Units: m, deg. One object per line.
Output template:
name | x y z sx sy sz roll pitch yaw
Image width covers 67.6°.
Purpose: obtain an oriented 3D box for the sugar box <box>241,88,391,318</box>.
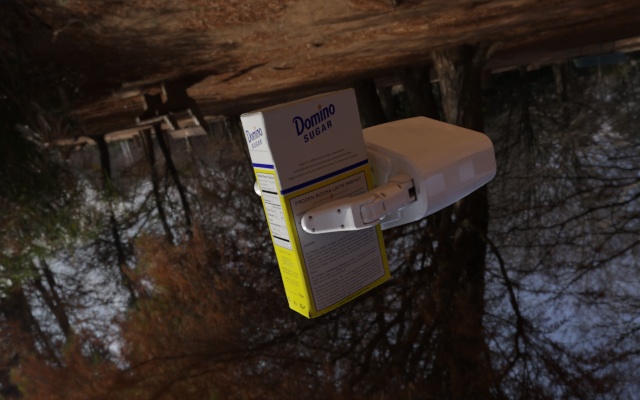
sugar box | 0.000 0.001 0.411 0.093 0.176 0.048 -21 15 -31
